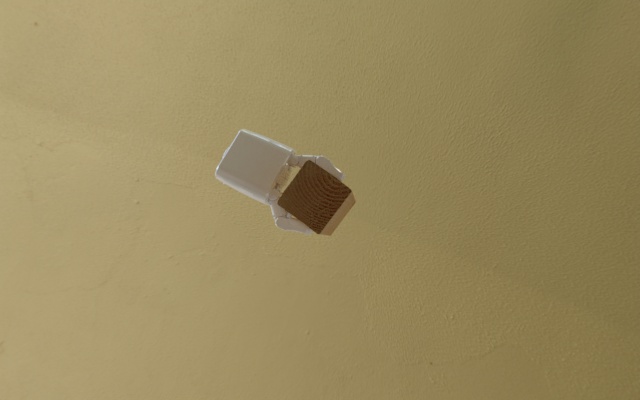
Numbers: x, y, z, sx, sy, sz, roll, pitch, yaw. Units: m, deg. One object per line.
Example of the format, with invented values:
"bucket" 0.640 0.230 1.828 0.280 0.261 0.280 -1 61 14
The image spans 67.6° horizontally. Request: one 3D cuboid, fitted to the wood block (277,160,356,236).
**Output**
"wood block" 0.000 0.002 0.855 0.090 0.091 0.206 36 0 8
